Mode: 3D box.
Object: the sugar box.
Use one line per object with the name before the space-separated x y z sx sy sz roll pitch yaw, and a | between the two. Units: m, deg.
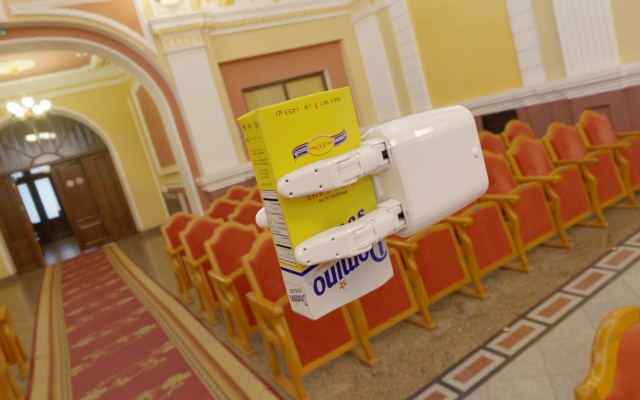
sugar box | 0.000 0.001 0.408 0.093 0.176 0.048 -22 11 -29
